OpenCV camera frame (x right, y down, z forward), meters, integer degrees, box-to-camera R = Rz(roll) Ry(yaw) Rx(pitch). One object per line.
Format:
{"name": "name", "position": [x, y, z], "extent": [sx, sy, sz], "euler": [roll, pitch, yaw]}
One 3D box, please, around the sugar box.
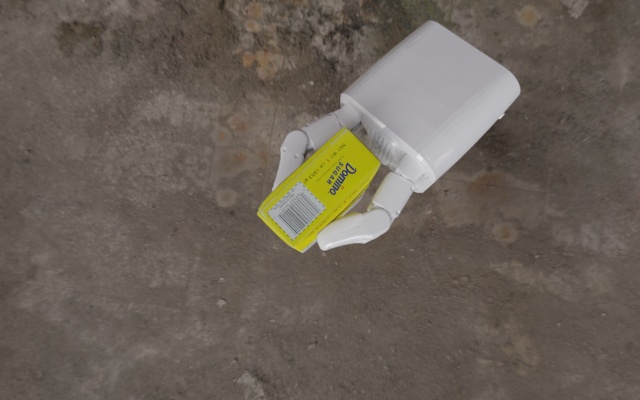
{"name": "sugar box", "position": [0.001, 0.002, 0.431], "extent": [0.093, 0.048, 0.176], "euler": [-43, -8, -4]}
